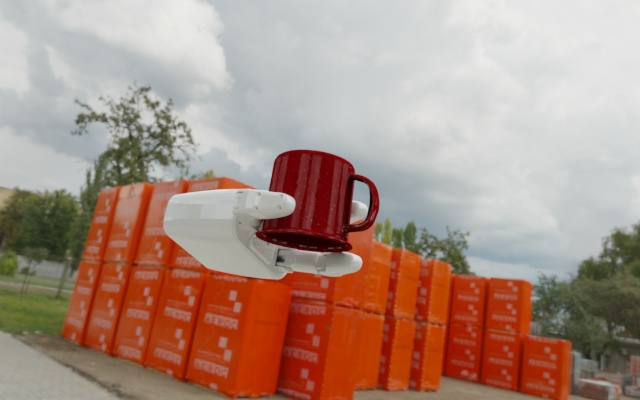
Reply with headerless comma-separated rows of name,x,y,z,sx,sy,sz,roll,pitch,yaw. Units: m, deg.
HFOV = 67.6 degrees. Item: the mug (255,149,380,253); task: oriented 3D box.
mug,0.001,0.001,0.456,0.117,0.081,0.093,-1,-17,29
